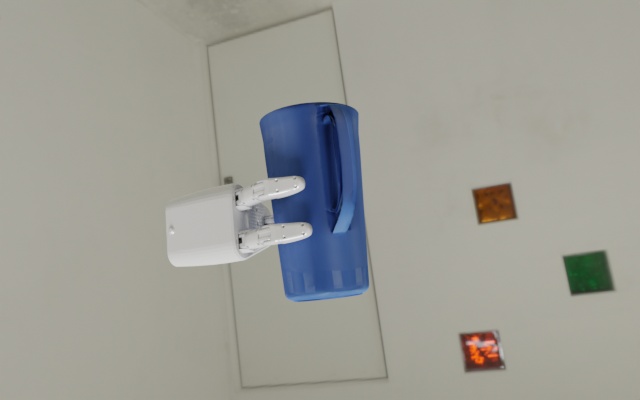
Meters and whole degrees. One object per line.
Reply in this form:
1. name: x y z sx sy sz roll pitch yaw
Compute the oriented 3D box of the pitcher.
1. pitcher: 0.000 0.002 0.612 0.145 0.242 0.149 -10 -10 21
